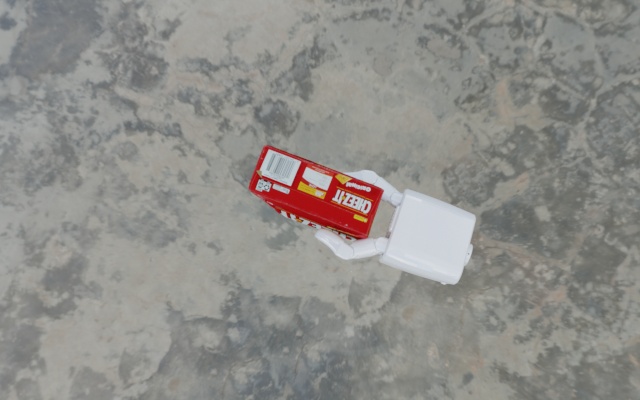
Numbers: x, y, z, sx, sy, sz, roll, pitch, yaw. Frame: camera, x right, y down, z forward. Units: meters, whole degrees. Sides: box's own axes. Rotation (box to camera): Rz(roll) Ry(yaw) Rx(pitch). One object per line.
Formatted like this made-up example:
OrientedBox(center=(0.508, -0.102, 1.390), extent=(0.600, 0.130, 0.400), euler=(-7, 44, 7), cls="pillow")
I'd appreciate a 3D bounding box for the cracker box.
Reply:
OrientedBox(center=(0.000, 0.002, 0.692), extent=(0.164, 0.072, 0.214), euler=(21, -7, 7), cls="cracker box")
